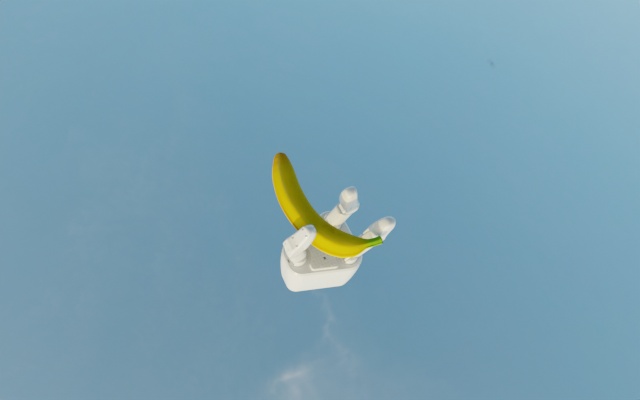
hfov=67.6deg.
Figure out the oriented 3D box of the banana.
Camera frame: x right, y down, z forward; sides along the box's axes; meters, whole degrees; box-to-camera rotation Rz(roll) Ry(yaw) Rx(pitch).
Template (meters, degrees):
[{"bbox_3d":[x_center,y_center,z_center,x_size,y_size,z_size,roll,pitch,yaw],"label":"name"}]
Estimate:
[{"bbox_3d":[-0.010,0.016,0.656,0.069,0.197,0.037,-43,-15,-19],"label":"banana"}]
